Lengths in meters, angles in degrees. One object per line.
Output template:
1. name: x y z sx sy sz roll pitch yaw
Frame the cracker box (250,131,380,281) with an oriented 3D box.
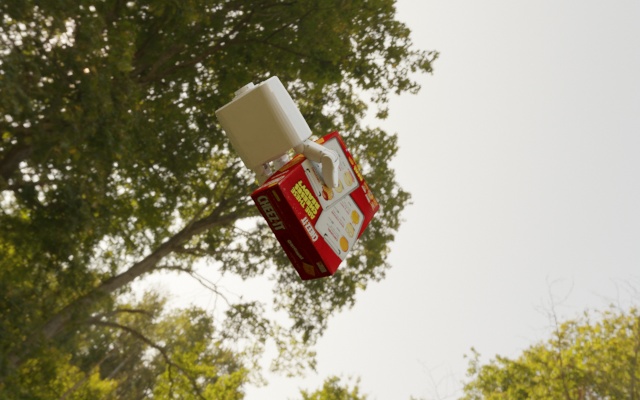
1. cracker box: 0.000 0.002 0.787 0.072 0.164 0.213 -20 17 36
